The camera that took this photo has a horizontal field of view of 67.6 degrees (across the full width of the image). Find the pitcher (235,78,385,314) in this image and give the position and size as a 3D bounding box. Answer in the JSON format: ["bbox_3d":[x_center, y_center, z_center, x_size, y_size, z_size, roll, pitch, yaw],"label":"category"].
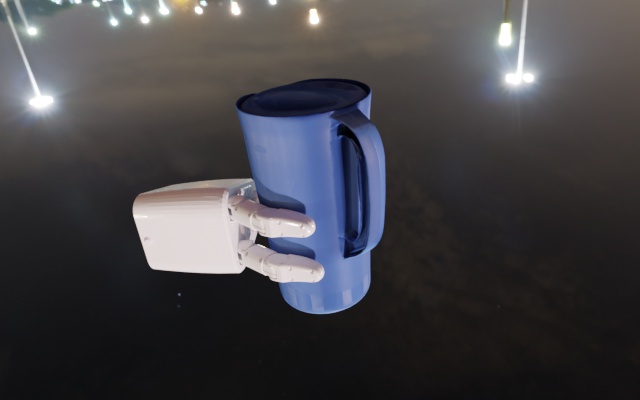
[{"bbox_3d":[0.000,0.002,0.510,0.145,0.243,0.149,-2,27,10],"label":"pitcher"}]
